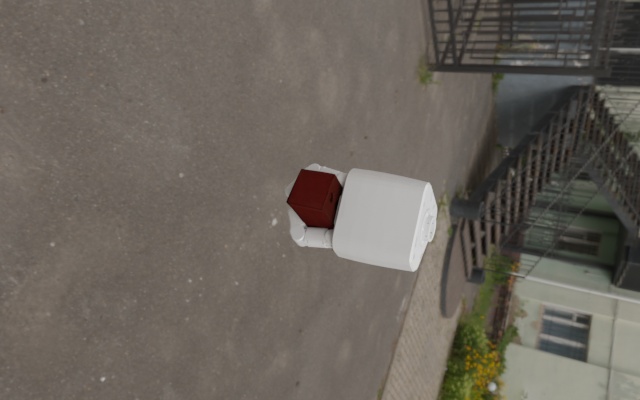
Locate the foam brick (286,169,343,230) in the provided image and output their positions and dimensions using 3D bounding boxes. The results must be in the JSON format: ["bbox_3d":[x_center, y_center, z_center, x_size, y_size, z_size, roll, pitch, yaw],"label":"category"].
[{"bbox_3d":[0.000,0.002,0.627,0.051,0.053,0.078,11,-23,26],"label":"foam brick"}]
